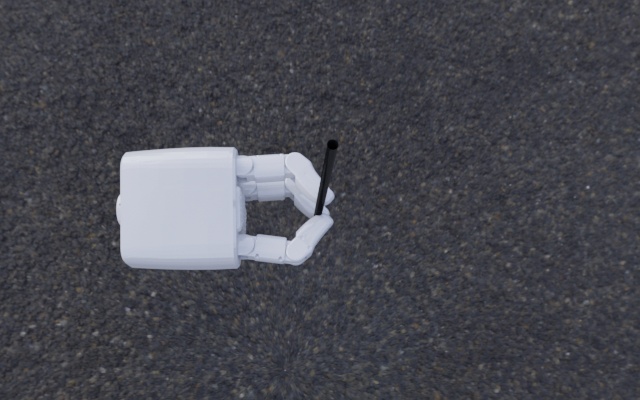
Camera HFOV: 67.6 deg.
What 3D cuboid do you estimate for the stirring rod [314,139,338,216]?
[{"bbox_3d":[0.000,0.002,0.444,0.011,0.011,0.240,0,-20,-4],"label":"stirring rod"}]
